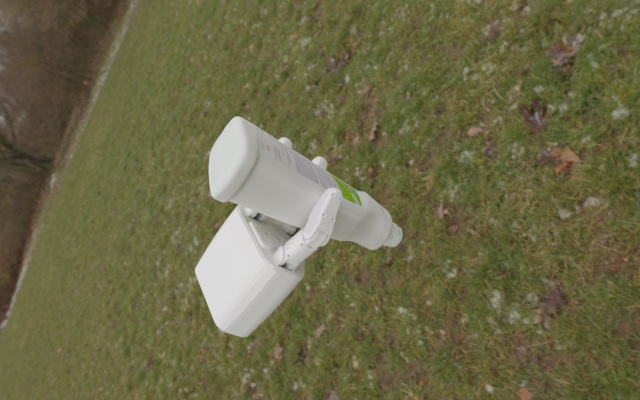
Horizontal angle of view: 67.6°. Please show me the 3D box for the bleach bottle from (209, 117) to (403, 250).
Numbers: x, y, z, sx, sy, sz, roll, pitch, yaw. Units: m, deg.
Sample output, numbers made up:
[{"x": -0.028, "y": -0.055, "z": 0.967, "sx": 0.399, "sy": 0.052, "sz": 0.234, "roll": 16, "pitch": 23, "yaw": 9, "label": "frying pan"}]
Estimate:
[{"x": 0.000, "y": 0.002, "z": 0.539, "sx": 0.251, "sy": 0.068, "sz": 0.102, "roll": 27, "pitch": 24, "yaw": -30, "label": "bleach bottle"}]
